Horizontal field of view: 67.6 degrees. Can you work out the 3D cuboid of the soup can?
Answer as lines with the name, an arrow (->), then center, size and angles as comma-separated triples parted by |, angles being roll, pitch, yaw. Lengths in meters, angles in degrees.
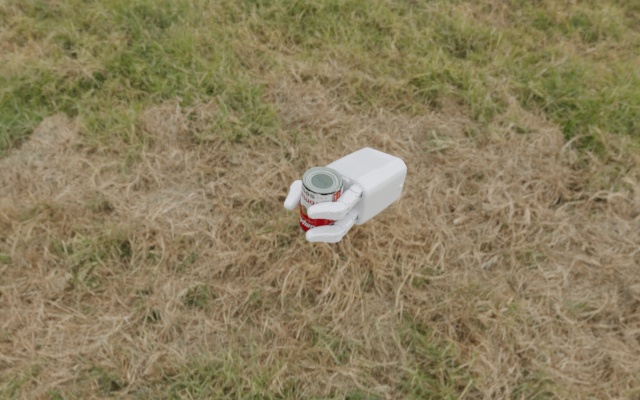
soup can -> 0.000, 0.003, 0.794 | 0.068, 0.102, 0.068 | 3, 44, -3
